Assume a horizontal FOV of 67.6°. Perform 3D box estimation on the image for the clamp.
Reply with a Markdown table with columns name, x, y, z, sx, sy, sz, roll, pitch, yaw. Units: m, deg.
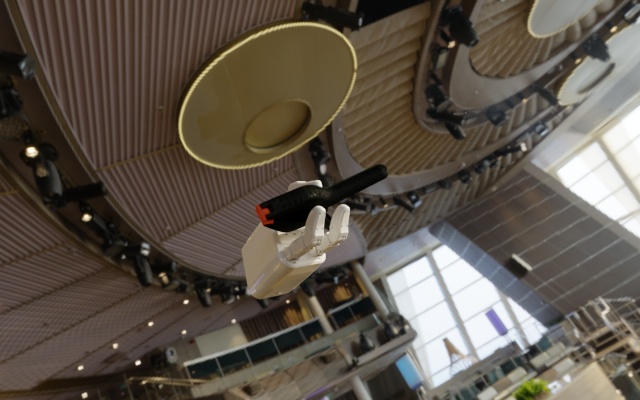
| name | x | y | z | sx | sy | sz | roll | pitch | yaw |
| --- | --- | --- | --- | --- | --- | --- | --- | --- | --- |
| clamp | -0.001 | 0.002 | 0.716 | 0.210 | 0.036 | 0.165 | -3 | -37 | -47 |
